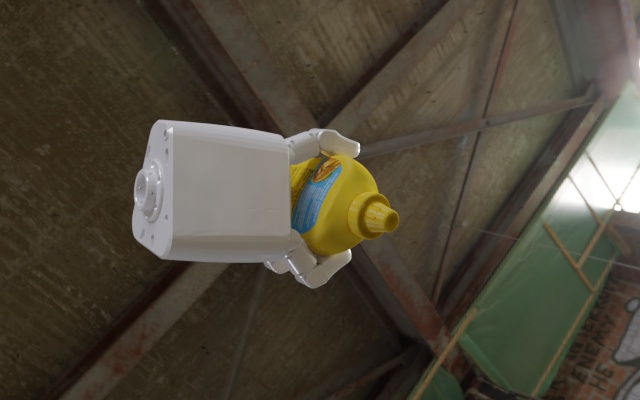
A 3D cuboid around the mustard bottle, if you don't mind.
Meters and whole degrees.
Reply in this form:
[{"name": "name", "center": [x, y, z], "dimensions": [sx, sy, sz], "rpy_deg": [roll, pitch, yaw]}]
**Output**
[{"name": "mustard bottle", "center": [0.000, 0.002, 0.465], "dimensions": [0.058, 0.096, 0.191], "rpy_deg": [35, -13, -37]}]
